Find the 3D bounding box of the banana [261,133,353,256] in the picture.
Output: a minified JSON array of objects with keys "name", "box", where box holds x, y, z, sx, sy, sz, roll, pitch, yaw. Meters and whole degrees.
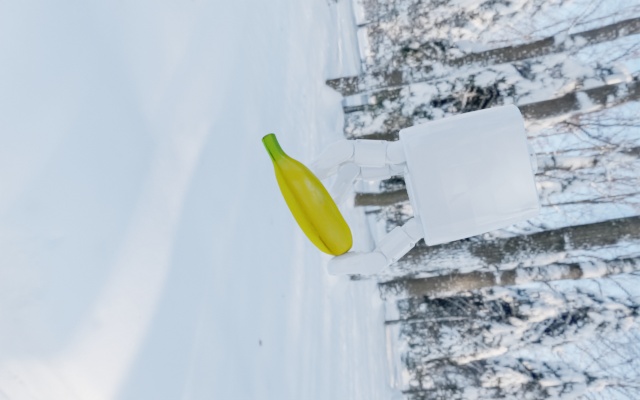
[{"name":"banana","box":[0.003,0.015,0.450,0.037,0.069,0.198,-20,-34,8]}]
